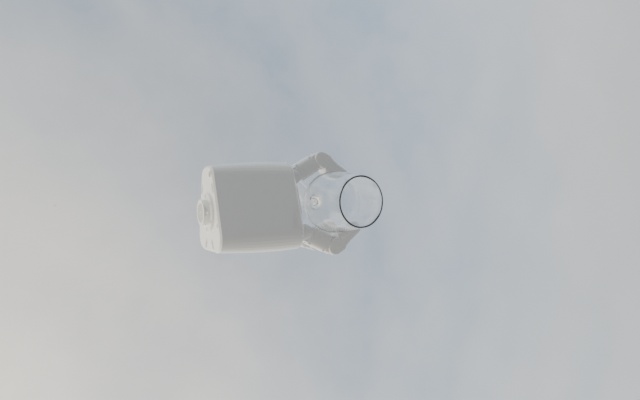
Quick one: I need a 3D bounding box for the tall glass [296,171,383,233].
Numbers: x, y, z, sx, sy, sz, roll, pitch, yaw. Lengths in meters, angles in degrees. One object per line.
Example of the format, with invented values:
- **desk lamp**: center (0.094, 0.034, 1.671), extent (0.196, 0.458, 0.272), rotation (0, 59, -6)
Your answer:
- **tall glass**: center (0.000, 0.002, 0.641), extent (0.079, 0.079, 0.201), rotation (0, -1, -29)
